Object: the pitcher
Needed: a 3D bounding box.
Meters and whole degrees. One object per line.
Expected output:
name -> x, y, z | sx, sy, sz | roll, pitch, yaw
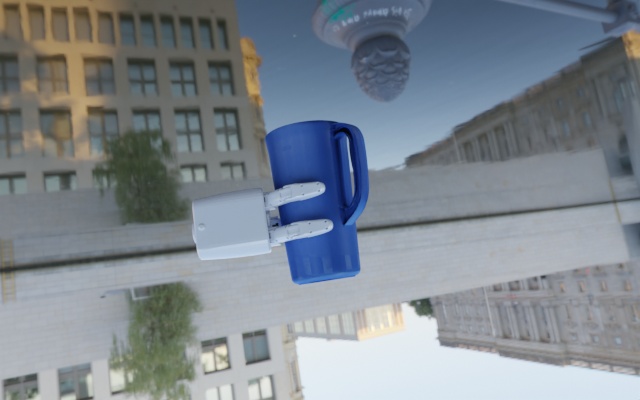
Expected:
pitcher -> 0.000, 0.002, 0.744 | 0.145, 0.242, 0.149 | -8, -9, -5
